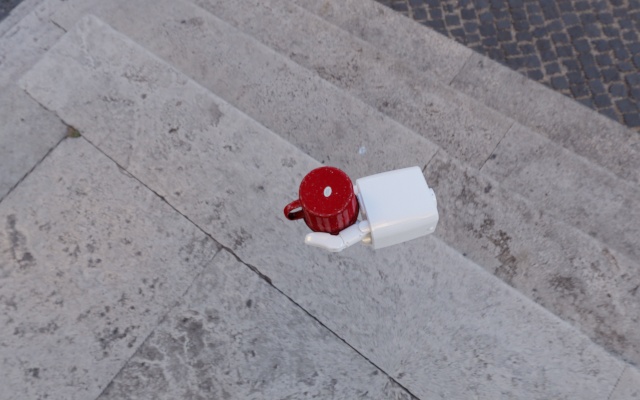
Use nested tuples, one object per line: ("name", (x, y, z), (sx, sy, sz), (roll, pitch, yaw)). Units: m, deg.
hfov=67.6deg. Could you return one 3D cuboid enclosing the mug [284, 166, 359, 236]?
("mug", (-0.001, 0.003, 0.726), (0.117, 0.093, 0.081), (-15, -21, 1))
